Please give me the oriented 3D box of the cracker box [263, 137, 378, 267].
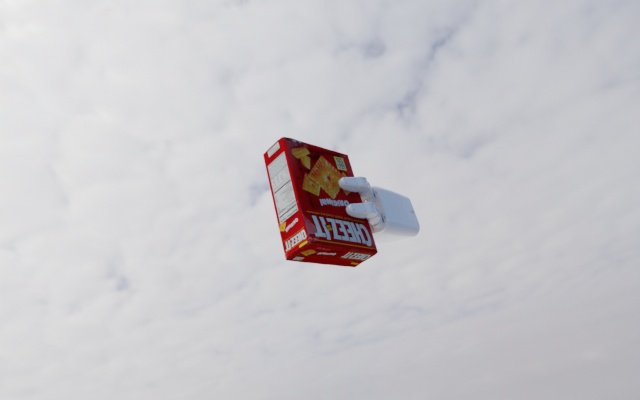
[{"bbox_3d":[0.000,0.003,0.846,0.164,0.213,0.072,12,-38,-41],"label":"cracker box"}]
